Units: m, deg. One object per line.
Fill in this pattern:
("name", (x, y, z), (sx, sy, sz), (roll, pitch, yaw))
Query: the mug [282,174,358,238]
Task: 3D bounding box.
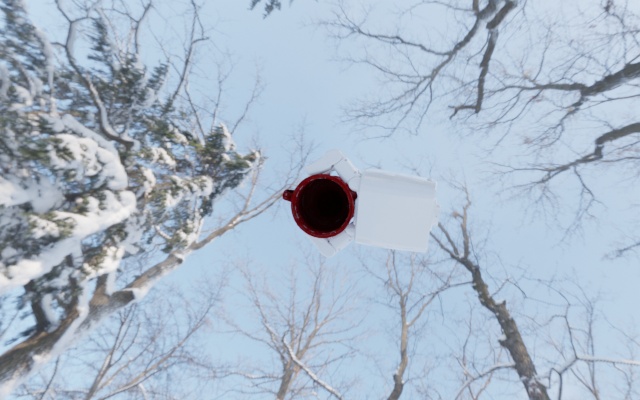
("mug", (-0.001, 0.002, 0.722), (0.117, 0.093, 0.081), (10, 8, 13))
